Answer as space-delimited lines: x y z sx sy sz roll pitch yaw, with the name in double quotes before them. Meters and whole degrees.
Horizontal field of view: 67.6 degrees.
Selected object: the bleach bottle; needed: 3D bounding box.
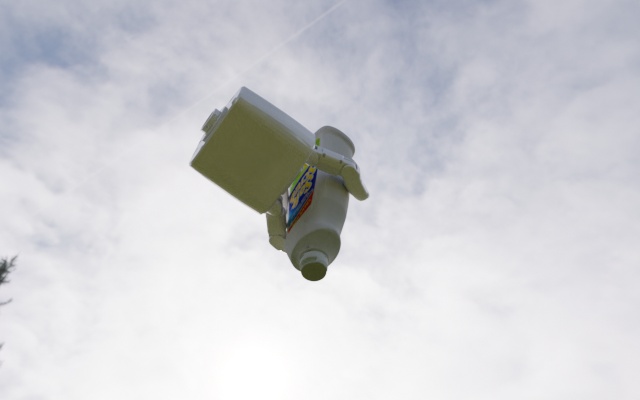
"bleach bottle" 0.000 0.002 0.610 0.068 0.102 0.250 35 27 -20
